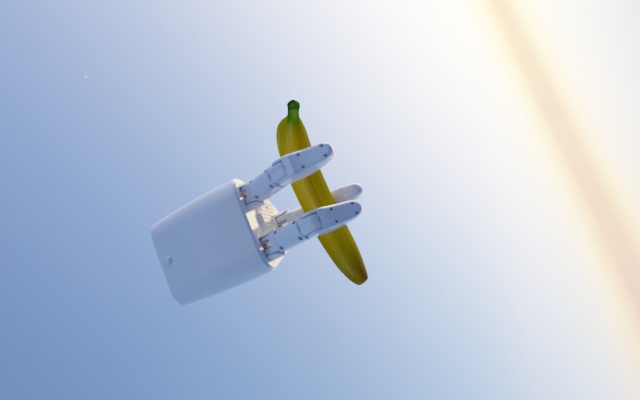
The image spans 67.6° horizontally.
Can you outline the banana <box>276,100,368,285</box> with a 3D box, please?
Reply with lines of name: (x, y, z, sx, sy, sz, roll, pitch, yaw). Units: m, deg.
banana: (-0.004, -0.004, 0.495, 0.037, 0.198, 0.069, -25, 12, -5)
